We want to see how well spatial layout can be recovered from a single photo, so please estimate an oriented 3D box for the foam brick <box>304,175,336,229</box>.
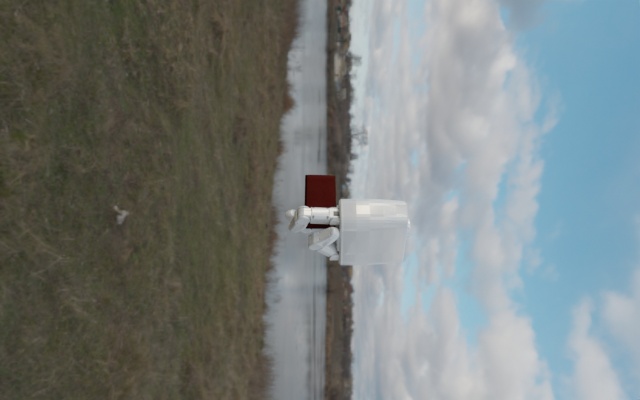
[{"bbox_3d":[0.000,0.002,0.799,0.051,0.078,0.053,-1,-32,1],"label":"foam brick"}]
